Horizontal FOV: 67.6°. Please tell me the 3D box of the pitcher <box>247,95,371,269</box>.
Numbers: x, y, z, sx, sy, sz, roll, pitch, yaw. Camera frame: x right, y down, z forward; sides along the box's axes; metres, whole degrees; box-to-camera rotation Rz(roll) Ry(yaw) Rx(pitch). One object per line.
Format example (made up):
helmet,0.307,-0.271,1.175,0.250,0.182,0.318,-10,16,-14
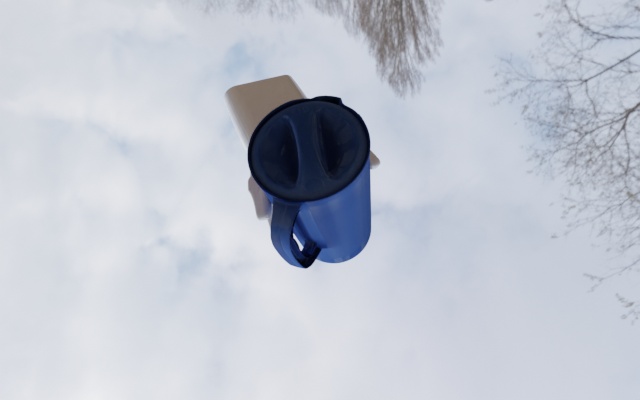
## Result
pitcher,0.000,0.002,0.604,0.149,0.145,0.243,-29,-28,-5
